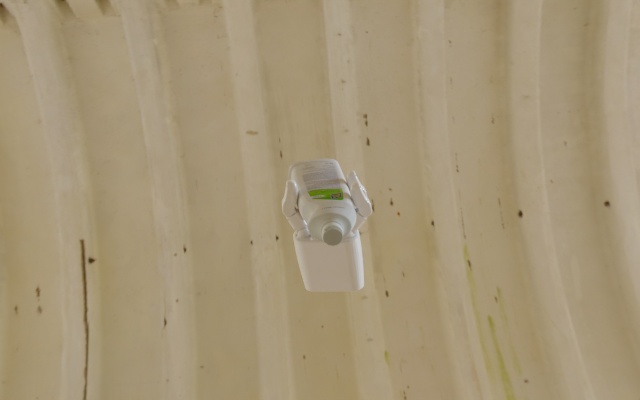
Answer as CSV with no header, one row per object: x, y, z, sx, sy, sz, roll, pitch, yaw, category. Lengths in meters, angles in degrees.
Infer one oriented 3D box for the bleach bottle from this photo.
0.000,0.003,0.793,0.102,0.068,0.250,-8,25,-1,bleach bottle
